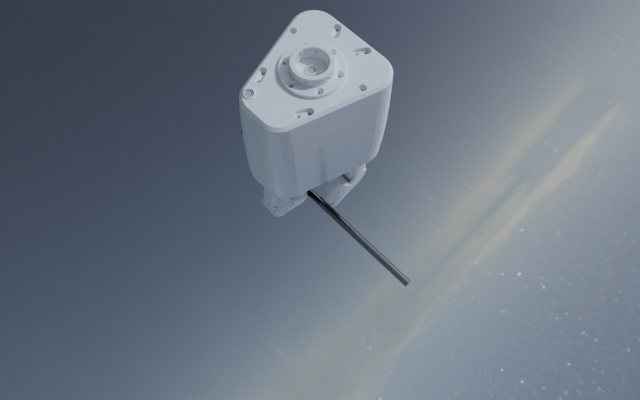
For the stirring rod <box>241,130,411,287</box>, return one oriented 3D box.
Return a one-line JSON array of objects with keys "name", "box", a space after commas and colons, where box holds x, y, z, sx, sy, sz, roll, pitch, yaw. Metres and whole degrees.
[{"name": "stirring rod", "box": [0.000, 0.002, 0.494, 0.239, 0.011, 0.011, 43, 14, 15]}]
